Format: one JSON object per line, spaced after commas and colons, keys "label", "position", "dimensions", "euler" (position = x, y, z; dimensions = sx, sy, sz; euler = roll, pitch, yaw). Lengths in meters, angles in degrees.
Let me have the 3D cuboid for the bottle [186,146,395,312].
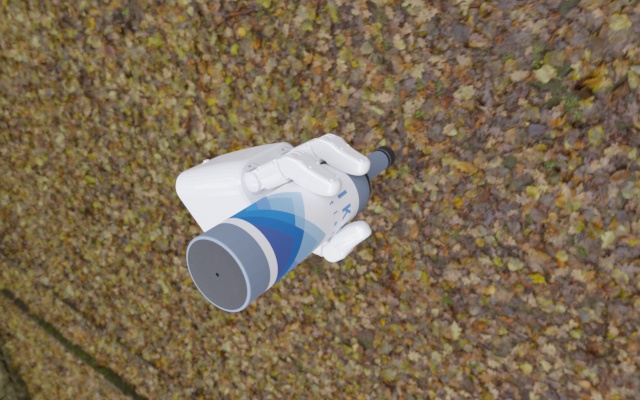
{"label": "bottle", "position": [0.000, 0.002, 0.476], "dimensions": [0.069, 0.069, 0.295], "euler": [0, 22, 36]}
